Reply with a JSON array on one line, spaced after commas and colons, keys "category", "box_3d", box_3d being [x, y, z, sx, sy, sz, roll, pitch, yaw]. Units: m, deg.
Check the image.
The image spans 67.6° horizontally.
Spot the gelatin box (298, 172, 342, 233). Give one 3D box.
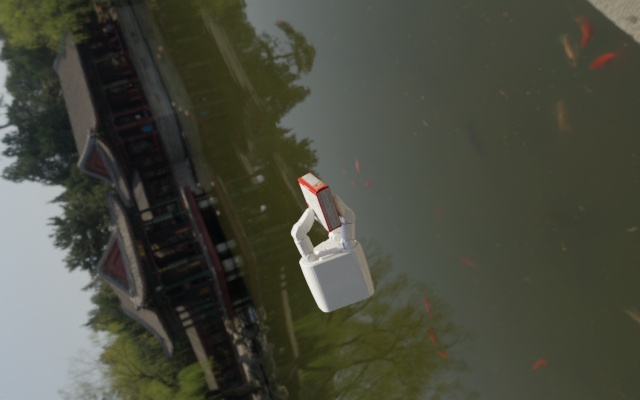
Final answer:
[{"category": "gelatin box", "box_3d": [0.000, 0.003, 0.846, 0.030, 0.089, 0.073, -29, 32, -14]}]
